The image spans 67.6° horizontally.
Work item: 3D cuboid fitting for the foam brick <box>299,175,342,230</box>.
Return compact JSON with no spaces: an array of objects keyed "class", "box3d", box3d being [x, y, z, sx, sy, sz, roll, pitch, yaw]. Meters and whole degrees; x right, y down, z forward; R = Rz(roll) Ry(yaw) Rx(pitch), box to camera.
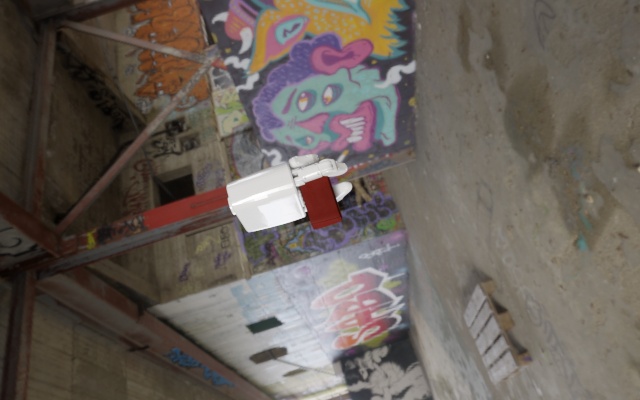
[{"class":"foam brick","box3d":[0.000,0.003,0.785,0.051,0.078,0.053,-18,-14,-1]}]
